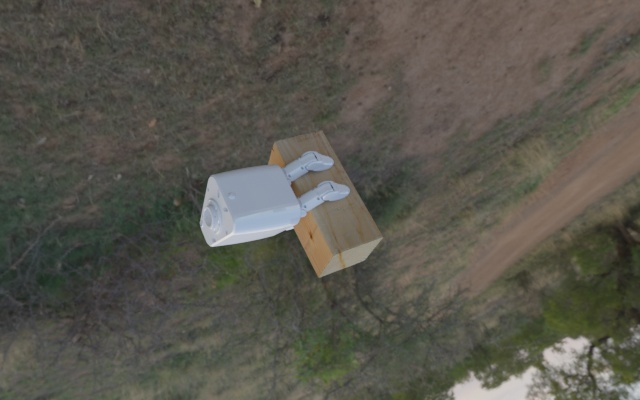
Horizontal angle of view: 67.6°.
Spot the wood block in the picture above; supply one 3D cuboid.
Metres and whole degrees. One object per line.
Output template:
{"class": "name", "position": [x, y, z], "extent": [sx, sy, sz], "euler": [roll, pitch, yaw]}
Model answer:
{"class": "wood block", "position": [0.000, 0.003, 0.758], "extent": [0.090, 0.206, 0.091], "euler": [-17, -24, -25]}
